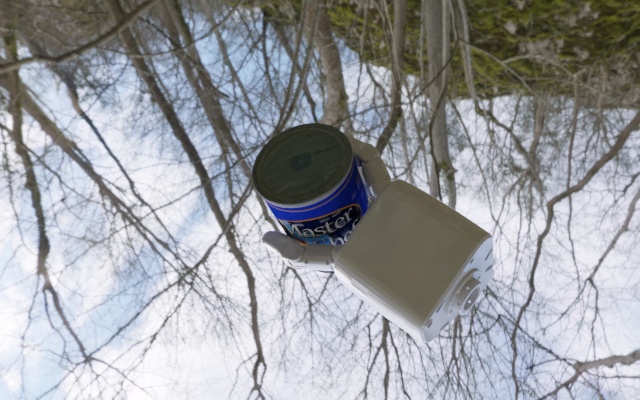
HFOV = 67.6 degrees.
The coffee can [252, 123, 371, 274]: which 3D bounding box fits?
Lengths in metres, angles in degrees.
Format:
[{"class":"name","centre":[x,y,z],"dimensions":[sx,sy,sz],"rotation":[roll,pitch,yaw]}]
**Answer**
[{"class":"coffee can","centre":[0.000,0.002,0.517],"dimensions":[0.103,0.102,0.140],"rotation":[0,-35,20]}]
